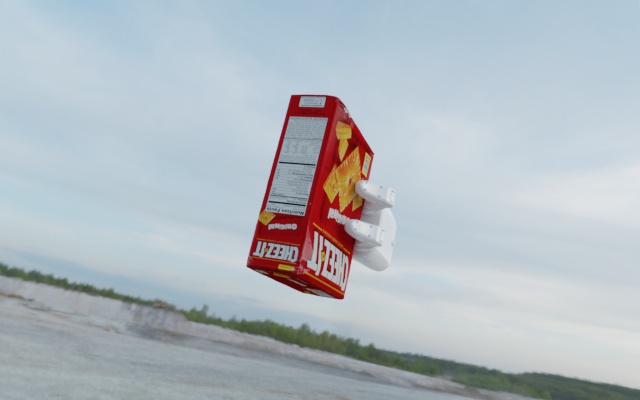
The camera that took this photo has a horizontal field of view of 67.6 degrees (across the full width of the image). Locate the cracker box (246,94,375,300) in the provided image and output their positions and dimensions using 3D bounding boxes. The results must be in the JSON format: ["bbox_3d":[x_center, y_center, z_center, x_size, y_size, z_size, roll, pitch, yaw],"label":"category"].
[{"bbox_3d":[0.000,0.002,0.595,0.072,0.213,0.164,5,-18,24],"label":"cracker box"}]
